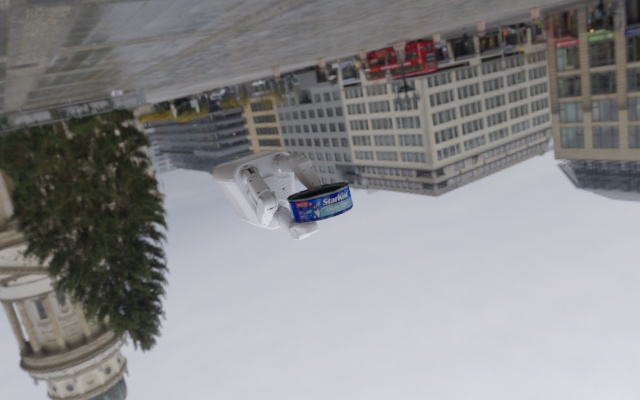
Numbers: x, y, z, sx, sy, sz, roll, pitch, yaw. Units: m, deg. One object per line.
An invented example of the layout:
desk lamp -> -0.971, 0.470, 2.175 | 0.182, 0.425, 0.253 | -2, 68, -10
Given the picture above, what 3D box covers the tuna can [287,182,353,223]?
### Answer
tuna can -> 0.000, 0.003, 0.644 | 0.086, 0.034, 0.086 | -14, 9, 2
